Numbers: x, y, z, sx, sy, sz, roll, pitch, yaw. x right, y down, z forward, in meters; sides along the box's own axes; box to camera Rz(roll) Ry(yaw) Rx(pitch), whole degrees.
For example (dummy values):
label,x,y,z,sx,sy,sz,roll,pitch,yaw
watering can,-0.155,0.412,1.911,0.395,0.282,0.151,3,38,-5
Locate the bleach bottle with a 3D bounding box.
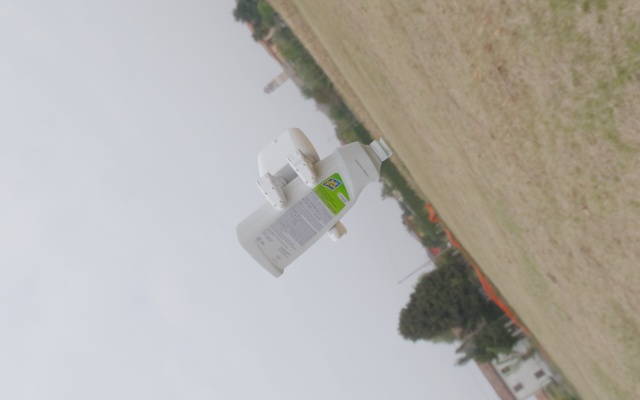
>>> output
label,x,y,z,sx,sy,sz,roll,pitch,yaw
bleach bottle,0.000,0.002,0.700,0.251,0.103,0.068,-37,31,8
